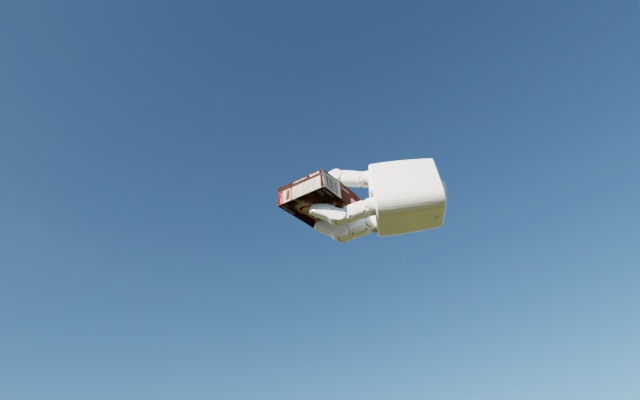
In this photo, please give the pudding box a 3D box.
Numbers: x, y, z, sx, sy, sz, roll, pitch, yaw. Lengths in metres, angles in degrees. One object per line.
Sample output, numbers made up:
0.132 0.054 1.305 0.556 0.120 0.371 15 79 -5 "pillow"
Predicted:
0.000 0.002 0.763 0.090 0.039 0.113 -23 -39 28 "pudding box"
